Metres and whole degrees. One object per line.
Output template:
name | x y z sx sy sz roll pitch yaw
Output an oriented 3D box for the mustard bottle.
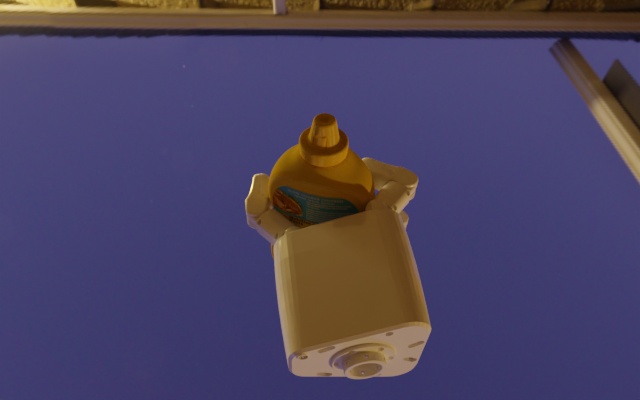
mustard bottle | 0.000 0.001 0.444 0.096 0.058 0.192 14 -41 10
